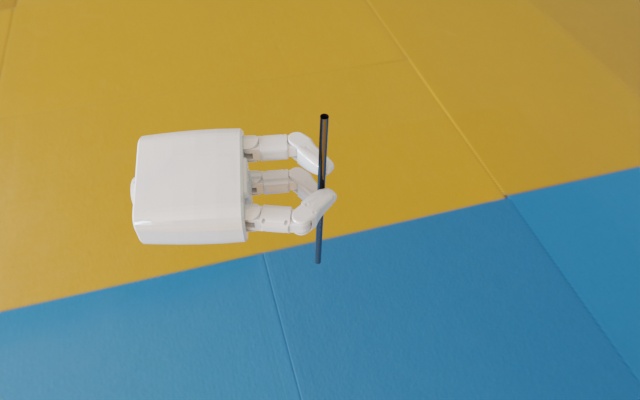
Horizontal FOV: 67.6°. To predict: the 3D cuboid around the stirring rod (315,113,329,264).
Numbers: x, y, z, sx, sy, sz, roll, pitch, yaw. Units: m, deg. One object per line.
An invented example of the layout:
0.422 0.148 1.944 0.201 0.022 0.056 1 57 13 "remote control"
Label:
0.000 0.002 0.516 0.011 0.011 0.240 0 -39 -2 "stirring rod"
